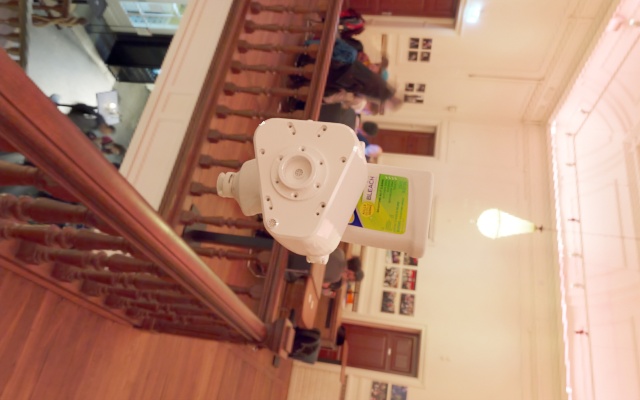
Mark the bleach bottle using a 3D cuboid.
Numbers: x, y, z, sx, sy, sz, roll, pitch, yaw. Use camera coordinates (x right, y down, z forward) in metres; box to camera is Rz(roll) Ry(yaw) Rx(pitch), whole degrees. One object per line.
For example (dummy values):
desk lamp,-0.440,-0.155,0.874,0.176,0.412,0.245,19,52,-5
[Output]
bleach bottle,0.000,0.002,0.561,0.251,0.102,0.068,6,-12,10
